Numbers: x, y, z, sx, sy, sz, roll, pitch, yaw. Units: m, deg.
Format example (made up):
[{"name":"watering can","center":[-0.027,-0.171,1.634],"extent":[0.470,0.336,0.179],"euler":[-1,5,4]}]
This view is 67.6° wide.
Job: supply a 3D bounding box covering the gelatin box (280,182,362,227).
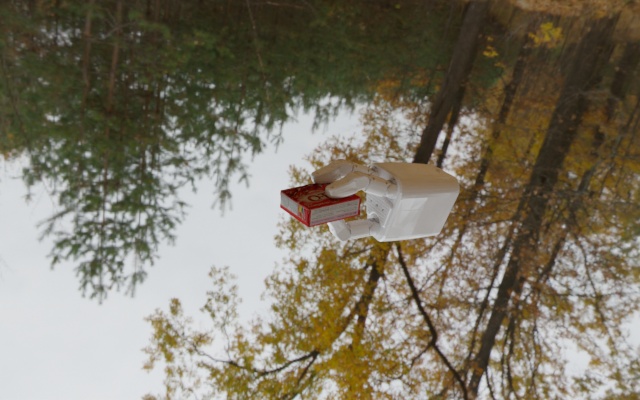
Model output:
[{"name":"gelatin box","center":[0.000,0.003,0.655],"extent":[0.089,0.030,0.073],"euler":[-13,28,-33]}]
